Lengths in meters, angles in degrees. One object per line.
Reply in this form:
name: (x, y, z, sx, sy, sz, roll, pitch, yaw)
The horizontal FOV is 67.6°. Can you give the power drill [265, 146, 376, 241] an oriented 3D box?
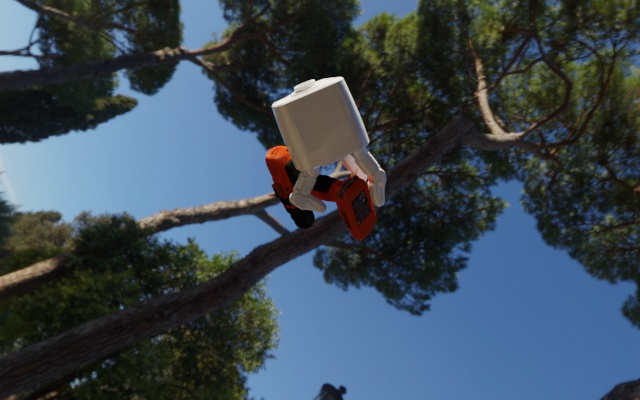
power drill: (0.000, 0.003, 0.805, 0.187, 0.185, 0.057, 19, 56, 36)
